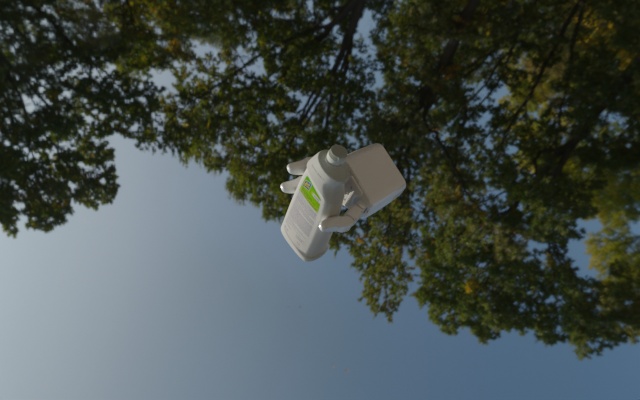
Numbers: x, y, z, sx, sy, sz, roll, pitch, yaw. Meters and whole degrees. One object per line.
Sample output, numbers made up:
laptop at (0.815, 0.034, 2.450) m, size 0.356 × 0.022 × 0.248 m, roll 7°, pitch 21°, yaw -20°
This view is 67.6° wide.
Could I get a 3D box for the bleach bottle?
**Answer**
bleach bottle at (0.000, 0.003, 0.845) m, size 0.068 × 0.102 × 0.251 m, roll -28°, pitch -23°, yaw -35°
